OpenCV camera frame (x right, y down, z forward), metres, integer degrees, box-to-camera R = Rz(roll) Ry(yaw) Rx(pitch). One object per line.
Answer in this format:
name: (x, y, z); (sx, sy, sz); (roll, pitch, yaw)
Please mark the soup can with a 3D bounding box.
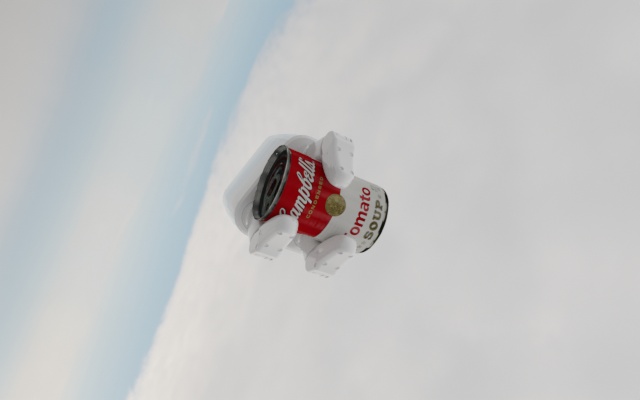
soup can: (0.001, 0.001, 0.422); (0.102, 0.068, 0.068); (21, -8, -22)
